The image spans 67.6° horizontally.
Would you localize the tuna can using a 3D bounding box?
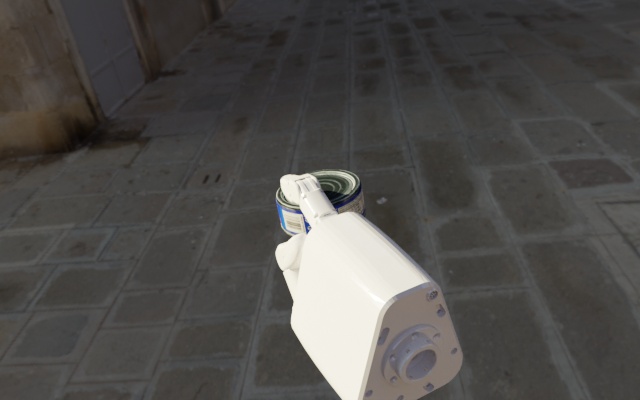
[{"bbox_3d":[0.000,0.001,0.469,0.086,0.034,0.086,-9,27,4],"label":"tuna can"}]
